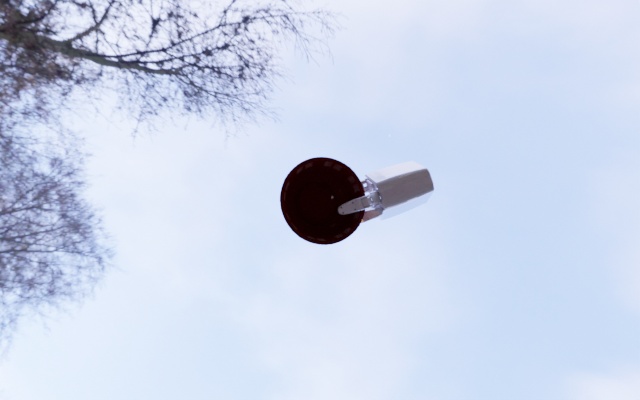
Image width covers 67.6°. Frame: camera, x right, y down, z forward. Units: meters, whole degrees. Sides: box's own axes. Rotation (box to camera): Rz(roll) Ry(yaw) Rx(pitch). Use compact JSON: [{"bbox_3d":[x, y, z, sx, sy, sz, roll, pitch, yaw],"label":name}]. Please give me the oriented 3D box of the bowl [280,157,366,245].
[{"bbox_3d":[-0.001,0.003,0.890,0.162,0.162,0.055,0,-7,-14],"label":"bowl"}]
